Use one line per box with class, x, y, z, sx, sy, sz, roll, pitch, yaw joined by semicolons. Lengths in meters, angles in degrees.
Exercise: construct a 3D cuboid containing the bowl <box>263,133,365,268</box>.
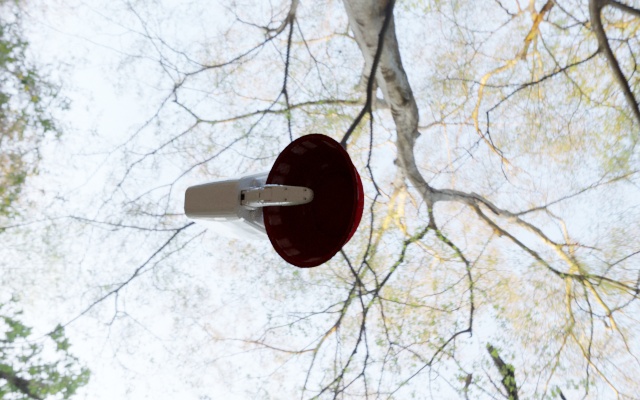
bowl;0.001;0.002;0.585;0.162;0.162;0.055;0;-6;45
